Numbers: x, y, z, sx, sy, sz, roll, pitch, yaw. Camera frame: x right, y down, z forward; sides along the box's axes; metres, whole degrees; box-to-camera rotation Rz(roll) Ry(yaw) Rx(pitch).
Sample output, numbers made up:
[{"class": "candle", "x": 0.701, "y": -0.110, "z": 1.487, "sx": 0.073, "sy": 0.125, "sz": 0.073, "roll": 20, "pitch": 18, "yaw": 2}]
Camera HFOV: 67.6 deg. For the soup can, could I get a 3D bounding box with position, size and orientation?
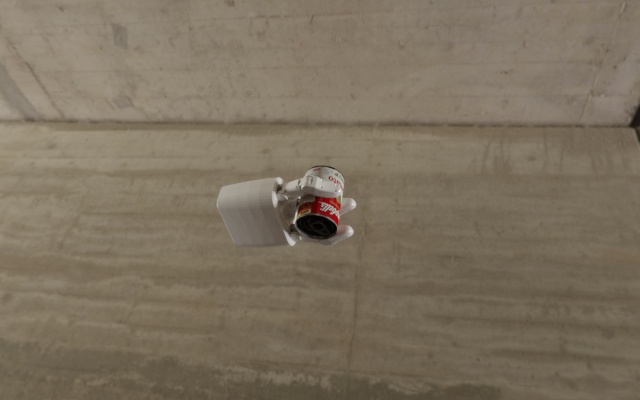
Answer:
[{"class": "soup can", "x": 0.001, "y": 0.002, "z": 0.769, "sx": 0.068, "sy": 0.102, "sz": 0.069, "roll": 6, "pitch": -37, "yaw": 5}]
